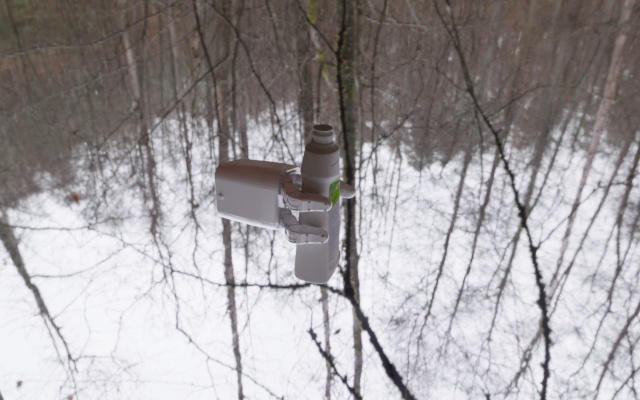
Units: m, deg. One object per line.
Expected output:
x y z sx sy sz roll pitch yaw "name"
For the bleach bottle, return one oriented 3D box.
0.000 0.003 0.743 0.068 0.251 0.102 10 29 12 "bleach bottle"
